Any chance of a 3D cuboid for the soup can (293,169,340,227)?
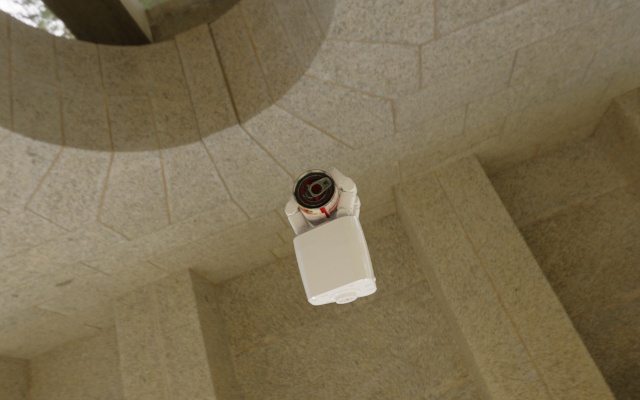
[{"bbox_3d":[0.000,0.002,0.776,0.068,0.068,0.102,0,-24,13],"label":"soup can"}]
